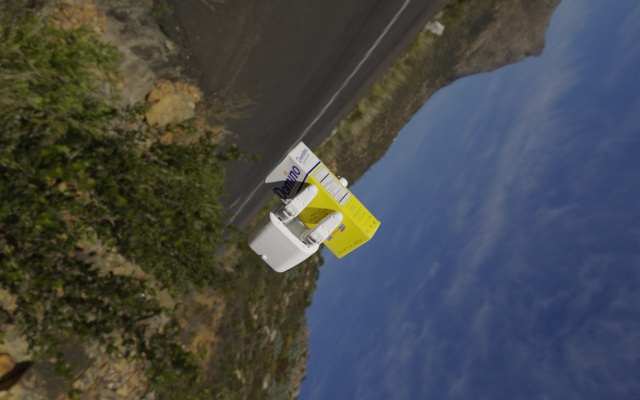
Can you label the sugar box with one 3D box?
[{"bbox_3d":[0.000,0.003,0.742,0.093,0.176,0.048,-41,7,49],"label":"sugar box"}]
